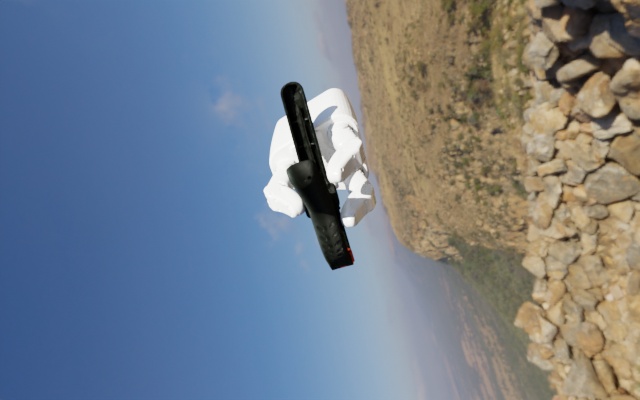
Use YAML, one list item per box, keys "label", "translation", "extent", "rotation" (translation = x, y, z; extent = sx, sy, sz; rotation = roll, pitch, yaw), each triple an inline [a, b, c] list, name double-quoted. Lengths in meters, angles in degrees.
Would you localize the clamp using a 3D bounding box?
- label: "clamp"
  translation: [-0.001, 0.002, 0.486]
  extent: [0.036, 0.210, 0.164]
  rotation: [-14, 31, 6]
